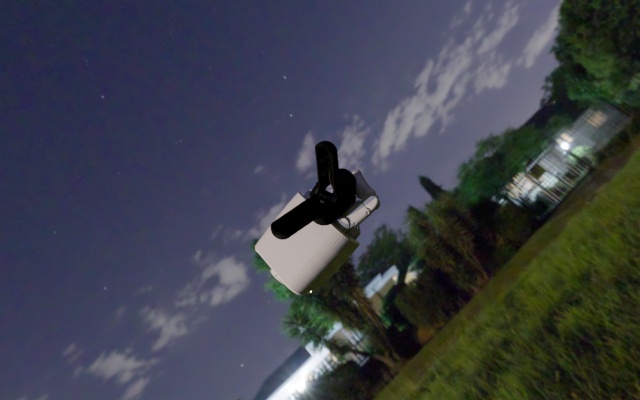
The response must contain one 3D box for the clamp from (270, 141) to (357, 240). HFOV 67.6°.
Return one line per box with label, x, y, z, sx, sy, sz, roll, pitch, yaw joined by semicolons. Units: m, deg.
clamp;0.000;0.002;0.585;0.039;0.120;0.171;39;2;23
